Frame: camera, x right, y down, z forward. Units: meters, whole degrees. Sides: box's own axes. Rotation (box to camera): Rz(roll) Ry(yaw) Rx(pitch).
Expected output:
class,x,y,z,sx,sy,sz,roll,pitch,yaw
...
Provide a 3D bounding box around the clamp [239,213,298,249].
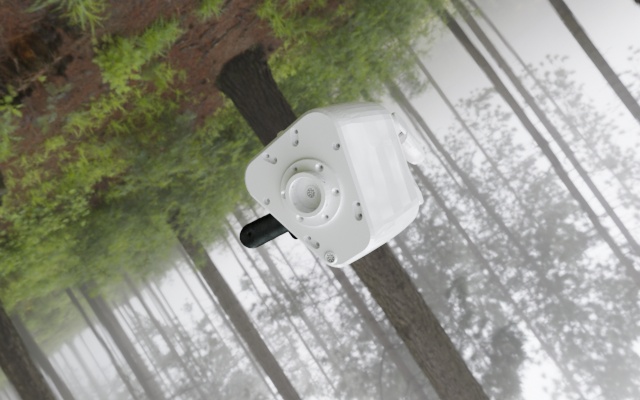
class,x,y,z,sx,sy,sz,roll,pitch,yaw
clamp,0.001,0.002,0.483,0.171,0.039,0.120,-36,-7,28
